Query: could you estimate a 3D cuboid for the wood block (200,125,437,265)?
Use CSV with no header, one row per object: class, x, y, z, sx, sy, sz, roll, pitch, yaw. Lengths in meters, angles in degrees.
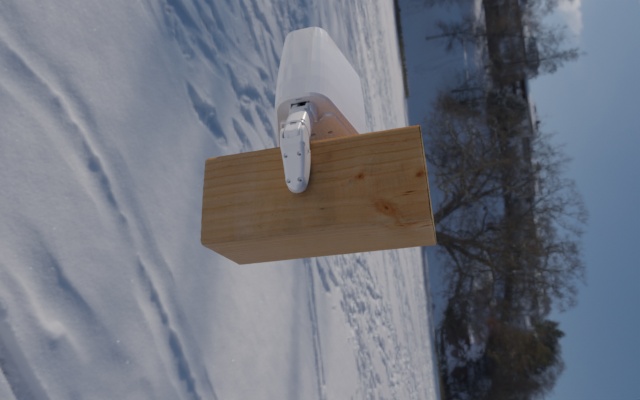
wood block,0.000,0.001,0.461,0.206,0.090,0.091,-8,-22,13
